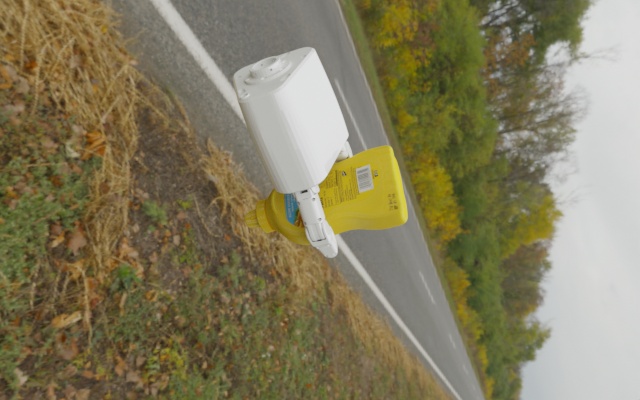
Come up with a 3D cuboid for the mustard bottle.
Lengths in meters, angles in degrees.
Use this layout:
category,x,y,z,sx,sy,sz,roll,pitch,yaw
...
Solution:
category,x,y,z,sx,sy,sz,roll,pitch,yaw
mustard bottle,0.000,0.002,0.562,0.191,0.096,0.058,-14,-32,14
